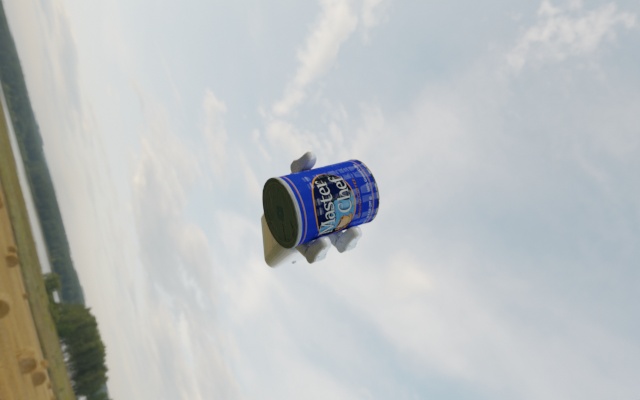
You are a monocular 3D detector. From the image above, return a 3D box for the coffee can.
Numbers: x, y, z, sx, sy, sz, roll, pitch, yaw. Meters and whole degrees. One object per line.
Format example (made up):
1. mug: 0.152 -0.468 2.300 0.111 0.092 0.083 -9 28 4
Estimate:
1. coffee can: 0.000 0.002 0.698 0.140 0.103 0.103 -15 8 -30
